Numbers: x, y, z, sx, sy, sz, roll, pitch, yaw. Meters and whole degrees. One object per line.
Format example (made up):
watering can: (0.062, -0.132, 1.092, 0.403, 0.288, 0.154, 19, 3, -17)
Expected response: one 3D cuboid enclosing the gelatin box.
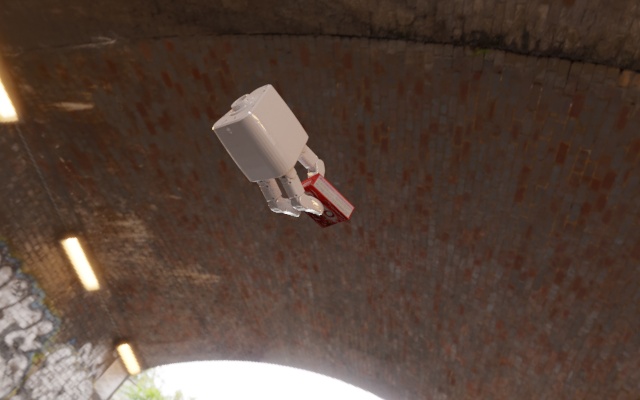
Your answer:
gelatin box: (0.001, 0.002, 0.787, 0.089, 0.030, 0.073, 43, -35, -18)
